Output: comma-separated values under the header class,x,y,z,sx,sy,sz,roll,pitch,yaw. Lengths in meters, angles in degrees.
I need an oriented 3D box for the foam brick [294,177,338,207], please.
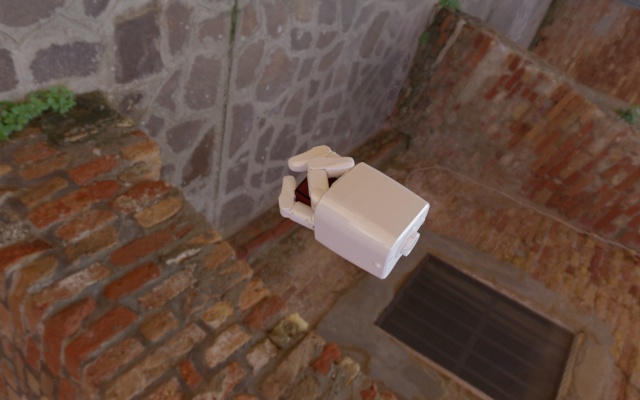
class,x,y,z,sx,sy,sz,roll,pitch,yaw
foam brick,0.000,0.002,0.666,0.051,0.053,0.078,32,-26,19
